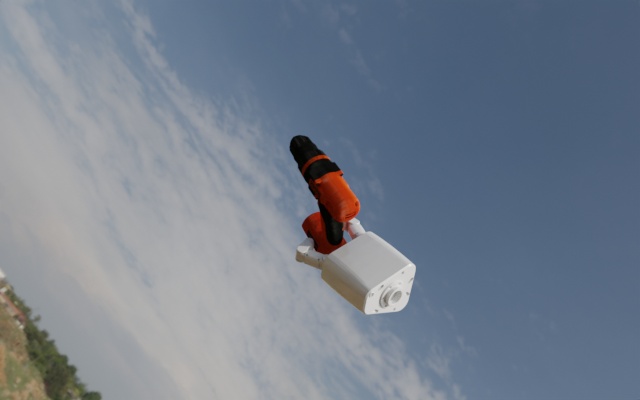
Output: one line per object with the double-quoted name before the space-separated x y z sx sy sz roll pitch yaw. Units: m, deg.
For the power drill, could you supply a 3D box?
"power drill" 0.000 0.003 0.808 0.057 0.184 0.188 -22 -36 -15
